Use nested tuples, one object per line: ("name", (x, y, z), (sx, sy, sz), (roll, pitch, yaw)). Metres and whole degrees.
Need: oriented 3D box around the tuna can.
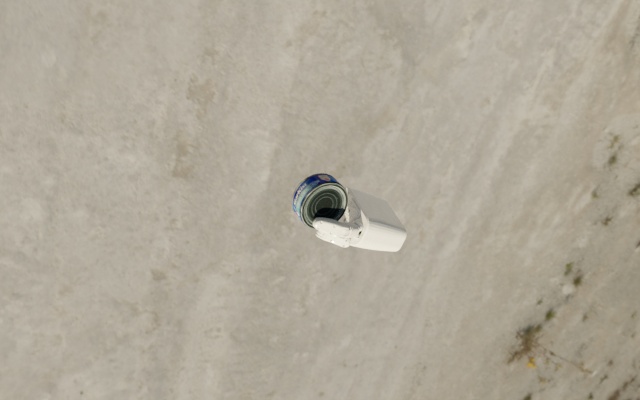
("tuna can", (0.000, 0.003, 0.750), (0.086, 0.086, 0.033), (0, 28, -30))
